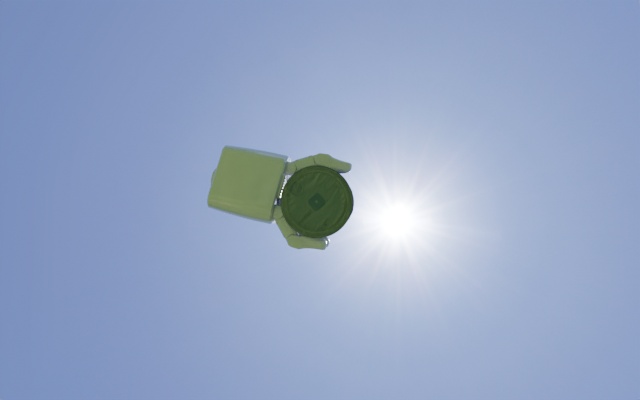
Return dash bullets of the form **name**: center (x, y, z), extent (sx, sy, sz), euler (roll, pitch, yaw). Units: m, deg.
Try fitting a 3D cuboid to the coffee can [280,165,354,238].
- **coffee can**: center (0.000, 0.002, 0.739), extent (0.103, 0.103, 0.140), euler (0, -1, 5)
